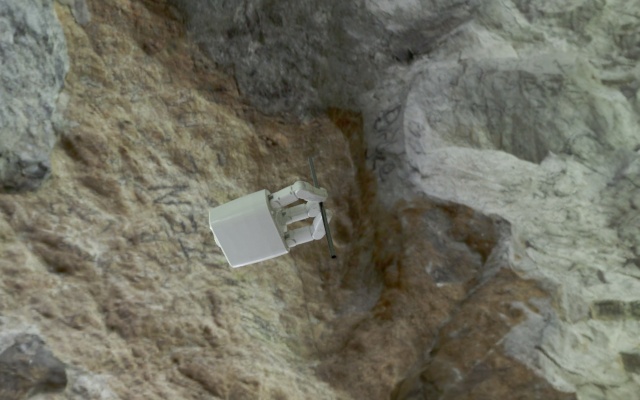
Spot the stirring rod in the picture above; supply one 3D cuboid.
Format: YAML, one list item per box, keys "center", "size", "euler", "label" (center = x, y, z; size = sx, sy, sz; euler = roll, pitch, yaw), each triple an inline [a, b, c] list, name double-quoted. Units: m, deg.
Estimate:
- center: [0.000, 0.003, 0.807]
  size: [0.011, 0.011, 0.239]
  euler: [0, 44, -13]
  label: "stirring rod"
